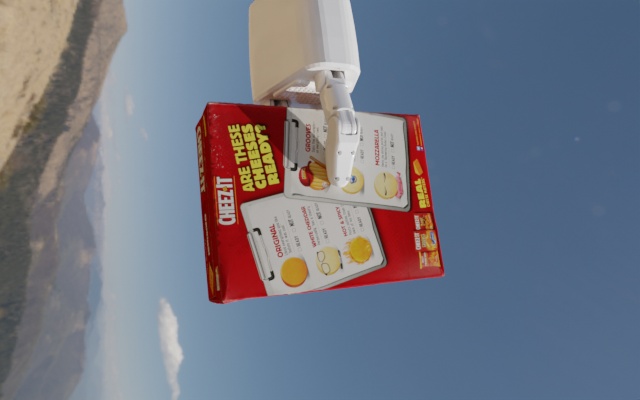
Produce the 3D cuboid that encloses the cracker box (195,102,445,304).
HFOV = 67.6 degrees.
[{"bbox_3d":[0.000,0.001,0.446,0.214,0.164,0.072,-2,-11,-24],"label":"cracker box"}]
